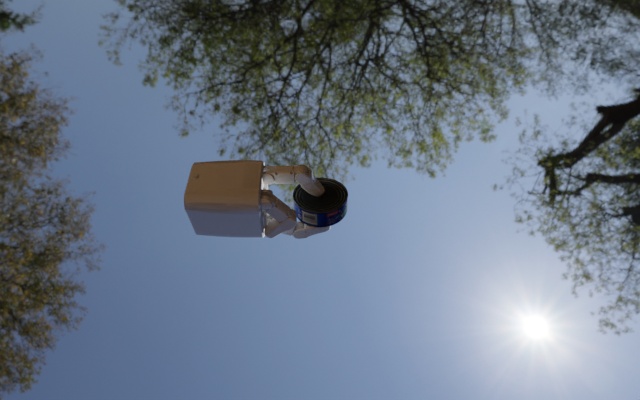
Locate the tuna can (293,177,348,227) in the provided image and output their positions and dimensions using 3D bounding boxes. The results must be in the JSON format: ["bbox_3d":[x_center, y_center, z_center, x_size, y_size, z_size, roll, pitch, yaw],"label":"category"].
[{"bbox_3d":[0.000,0.003,0.748,0.086,0.034,0.086,-1,40,1],"label":"tuna can"}]
